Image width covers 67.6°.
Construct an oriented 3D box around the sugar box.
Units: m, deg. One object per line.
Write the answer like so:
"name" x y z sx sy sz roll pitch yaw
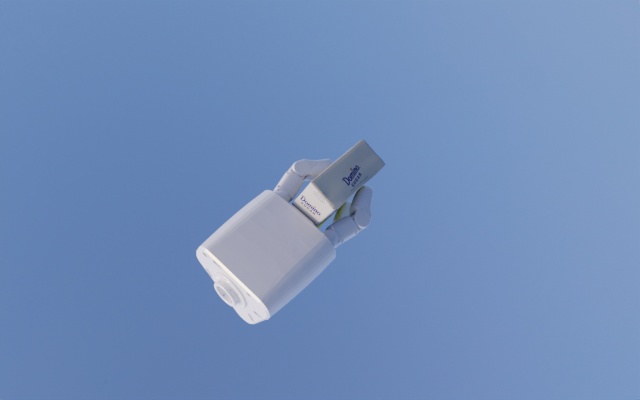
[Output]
"sugar box" 0.000 0.002 0.586 0.093 0.048 0.176 -41 0 -31
